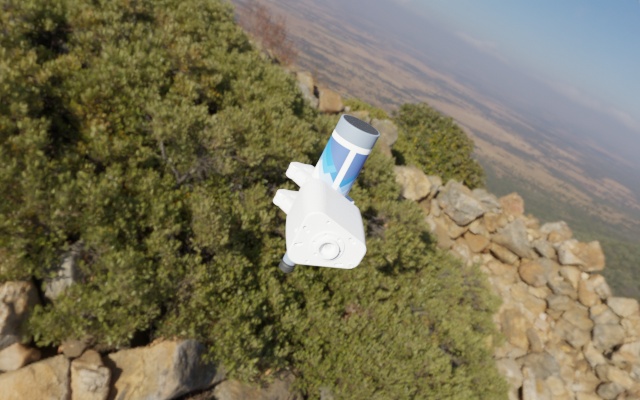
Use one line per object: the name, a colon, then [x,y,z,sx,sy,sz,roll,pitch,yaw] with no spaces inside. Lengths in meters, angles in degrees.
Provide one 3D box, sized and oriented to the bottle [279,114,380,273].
bottle: [0.000,0.002,0.796,0.069,0.296,0.069,23,24,-11]
